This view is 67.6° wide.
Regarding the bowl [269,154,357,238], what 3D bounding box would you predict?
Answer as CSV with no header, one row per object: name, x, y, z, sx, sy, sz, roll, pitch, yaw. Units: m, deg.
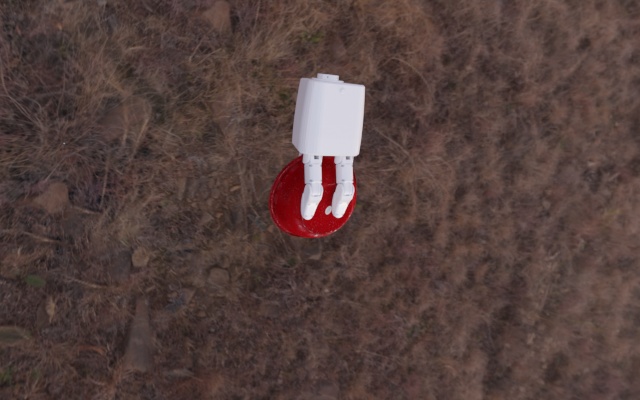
bowl,0.000,0.004,0.780,0.162,0.162,0.055,0,26,-29
